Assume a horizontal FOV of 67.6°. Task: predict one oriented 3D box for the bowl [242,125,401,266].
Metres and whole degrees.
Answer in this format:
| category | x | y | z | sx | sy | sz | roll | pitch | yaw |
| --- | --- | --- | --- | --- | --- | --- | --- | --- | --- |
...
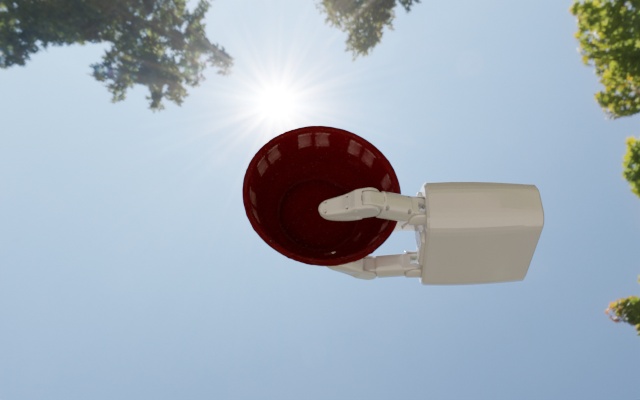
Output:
| category | x | y | z | sx | sy | sz | roll | pitch | yaw |
| --- | --- | --- | --- | --- | --- | --- | --- | --- | --- |
| bowl | -0.001 | 0.001 | 0.502 | 0.162 | 0.162 | 0.055 | 0 | -28 | -6 |
